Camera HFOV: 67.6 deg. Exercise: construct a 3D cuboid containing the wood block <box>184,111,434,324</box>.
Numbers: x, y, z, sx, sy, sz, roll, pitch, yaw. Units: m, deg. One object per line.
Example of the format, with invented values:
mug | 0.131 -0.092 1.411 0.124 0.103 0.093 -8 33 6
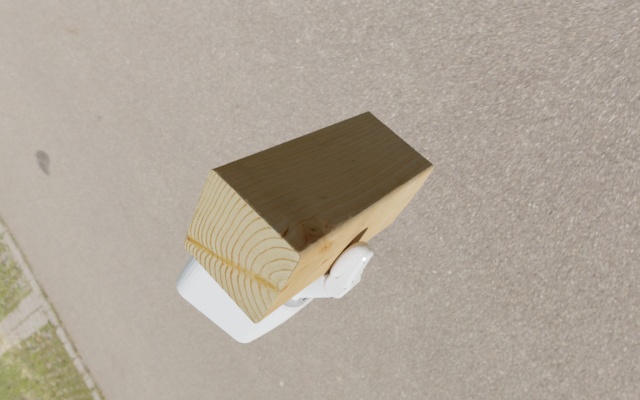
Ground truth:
wood block | 0.000 0.002 0.414 0.206 0.091 0.090 -30 -22 -47
